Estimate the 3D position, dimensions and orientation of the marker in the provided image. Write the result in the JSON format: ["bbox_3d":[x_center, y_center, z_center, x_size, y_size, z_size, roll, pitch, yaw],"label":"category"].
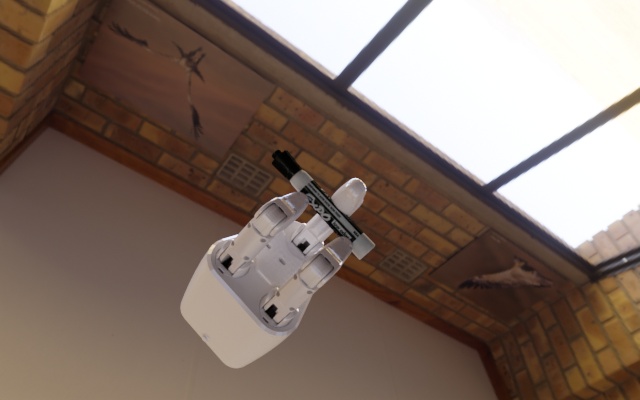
[{"bbox_3d":[0.000,0.001,0.420,0.020,0.121,0.020,-42,-7,-6],"label":"marker"}]
